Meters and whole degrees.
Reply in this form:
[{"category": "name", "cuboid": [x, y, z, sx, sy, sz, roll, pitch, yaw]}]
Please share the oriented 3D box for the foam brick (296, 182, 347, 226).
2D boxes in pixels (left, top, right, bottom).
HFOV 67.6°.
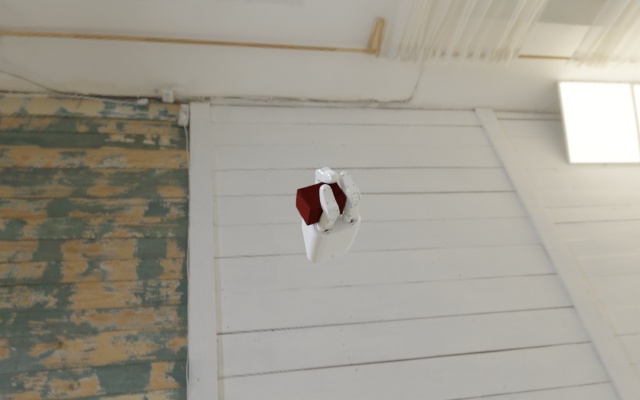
[{"category": "foam brick", "cuboid": [0.000, 0.003, 0.872, 0.078, 0.053, 0.051, -17, -34, -23]}]
